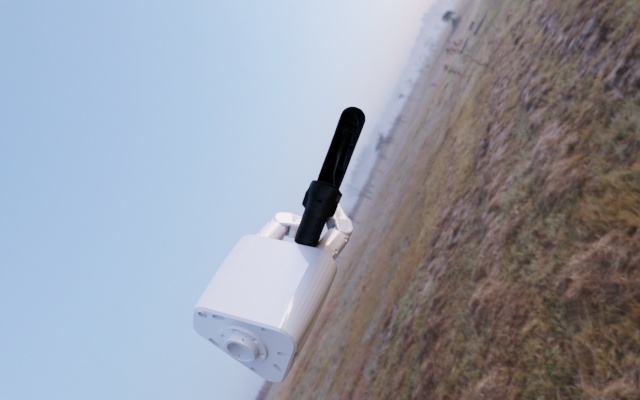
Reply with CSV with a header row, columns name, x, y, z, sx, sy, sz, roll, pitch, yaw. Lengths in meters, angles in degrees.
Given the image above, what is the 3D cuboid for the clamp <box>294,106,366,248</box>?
name,x,y,z,sx,sy,sz,roll,pitch,yaw
clamp,0.000,0.001,0.479,0.039,0.172,0.120,23,41,7
